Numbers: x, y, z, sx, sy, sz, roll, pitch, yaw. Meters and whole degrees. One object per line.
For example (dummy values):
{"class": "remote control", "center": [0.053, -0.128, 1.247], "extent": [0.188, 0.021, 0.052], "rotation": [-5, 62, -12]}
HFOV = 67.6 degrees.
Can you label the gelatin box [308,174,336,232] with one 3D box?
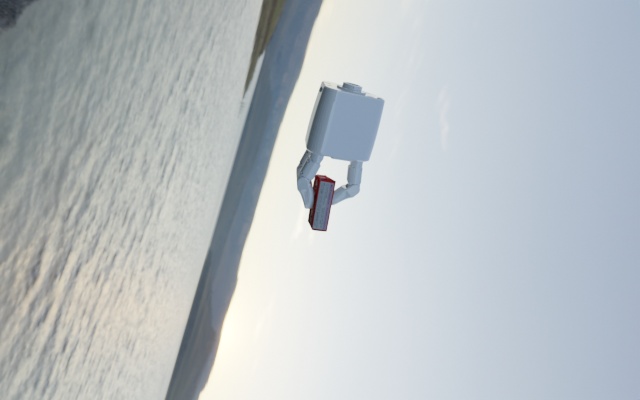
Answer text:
{"class": "gelatin box", "center": [0.001, 0.003, 0.820], "extent": [0.030, 0.089, 0.073], "rotation": [8, 7, -8]}
